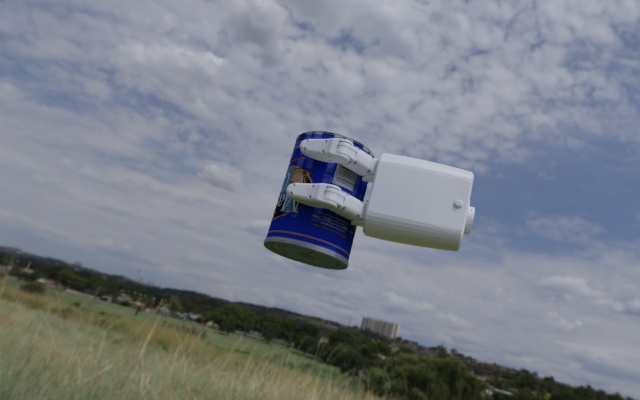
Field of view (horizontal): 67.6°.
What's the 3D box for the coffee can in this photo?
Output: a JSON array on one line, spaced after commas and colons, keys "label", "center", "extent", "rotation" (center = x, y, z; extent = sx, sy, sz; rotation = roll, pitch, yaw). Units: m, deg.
[{"label": "coffee can", "center": [0.000, 0.002, 0.580], "extent": [0.103, 0.140, 0.103], "rotation": [14, -17, 4]}]
